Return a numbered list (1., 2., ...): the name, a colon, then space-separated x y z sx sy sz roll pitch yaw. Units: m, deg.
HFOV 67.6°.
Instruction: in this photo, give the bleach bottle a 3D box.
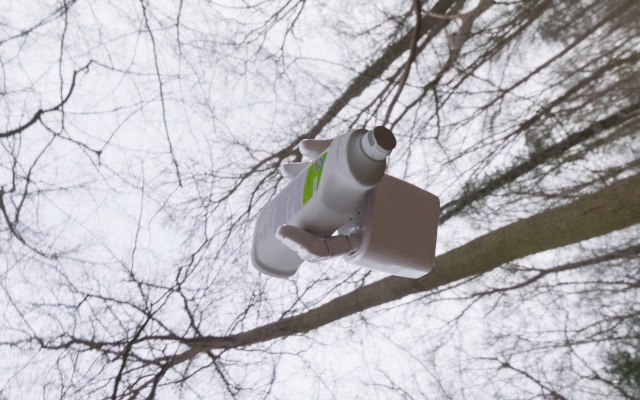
1. bleach bottle: 0.000 0.002 0.549 0.068 0.102 0.251 19 -35 -24
